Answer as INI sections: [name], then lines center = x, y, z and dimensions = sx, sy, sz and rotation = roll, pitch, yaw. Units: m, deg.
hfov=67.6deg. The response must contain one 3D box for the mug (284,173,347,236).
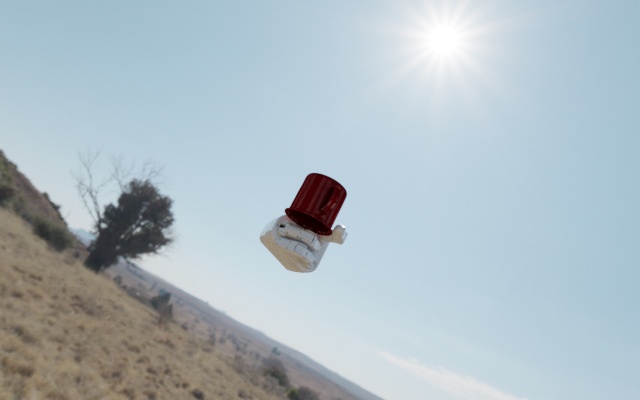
[mug]
center = 0.001, 0.002, 0.832
dimensions = 0.093, 0.081, 0.117
rotation = 32, -19, -14
